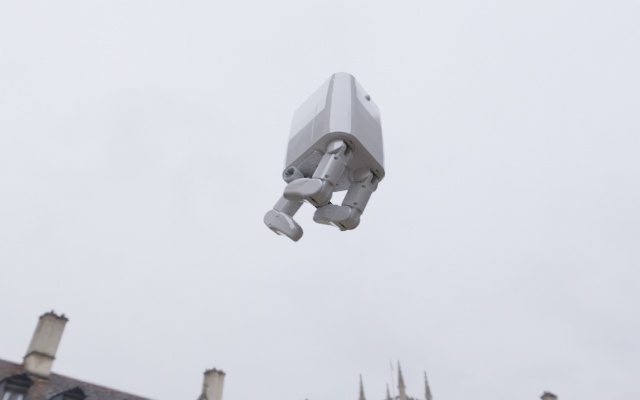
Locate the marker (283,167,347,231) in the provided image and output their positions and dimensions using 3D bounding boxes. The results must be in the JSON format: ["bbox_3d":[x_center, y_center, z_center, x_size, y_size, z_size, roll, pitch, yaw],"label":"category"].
[{"bbox_3d":[0.000,0.002,0.554,0.020,0.020,0.121,0,-31,41],"label":"marker"}]
